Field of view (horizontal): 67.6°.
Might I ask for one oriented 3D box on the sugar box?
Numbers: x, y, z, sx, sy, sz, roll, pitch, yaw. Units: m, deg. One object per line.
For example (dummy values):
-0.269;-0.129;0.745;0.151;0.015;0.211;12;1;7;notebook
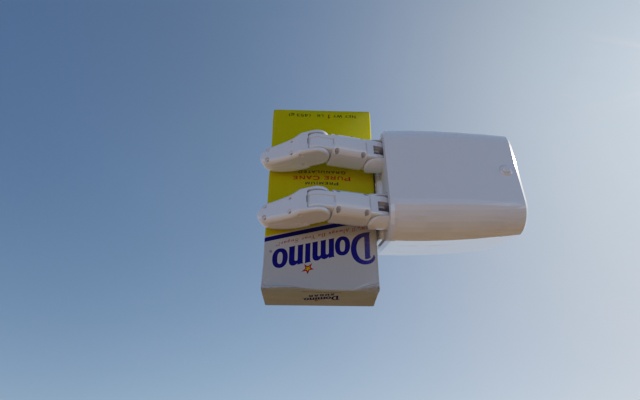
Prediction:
0.000;0.001;0.416;0.093;0.176;0.048;0;-32;-1;sugar box
